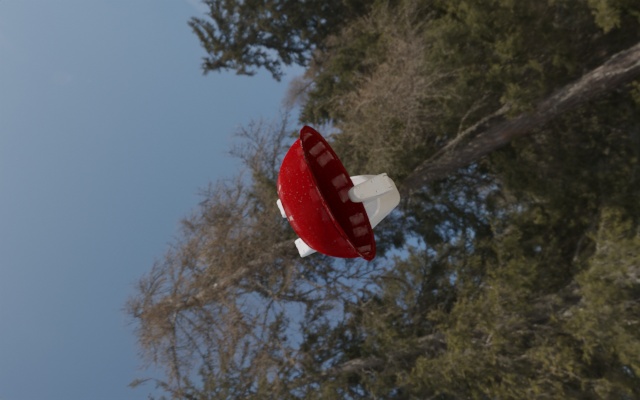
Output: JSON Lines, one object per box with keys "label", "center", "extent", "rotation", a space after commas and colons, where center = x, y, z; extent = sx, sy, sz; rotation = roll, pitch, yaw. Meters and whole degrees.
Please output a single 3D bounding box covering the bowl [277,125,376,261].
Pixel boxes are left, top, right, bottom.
{"label": "bowl", "center": [-0.001, 0.002, 0.522], "extent": [0.055, 0.162, 0.162], "rotation": [-27, -8, 15]}
